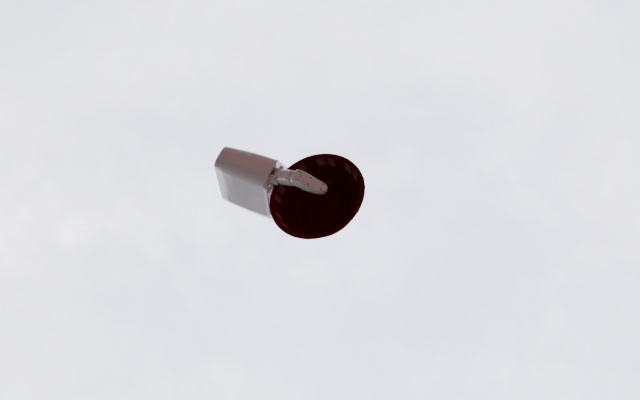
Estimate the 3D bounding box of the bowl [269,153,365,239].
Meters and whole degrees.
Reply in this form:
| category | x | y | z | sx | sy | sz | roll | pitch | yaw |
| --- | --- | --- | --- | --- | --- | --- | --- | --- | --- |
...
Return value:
| category | x | y | z | sx | sy | sz | roll | pitch | yaw |
| --- | --- | --- | --- | --- | --- | --- | --- | --- | --- |
| bowl | 0.001 | 0.003 | 0.789 | 0.162 | 0.162 | 0.055 | 0 | -31 | 20 |
